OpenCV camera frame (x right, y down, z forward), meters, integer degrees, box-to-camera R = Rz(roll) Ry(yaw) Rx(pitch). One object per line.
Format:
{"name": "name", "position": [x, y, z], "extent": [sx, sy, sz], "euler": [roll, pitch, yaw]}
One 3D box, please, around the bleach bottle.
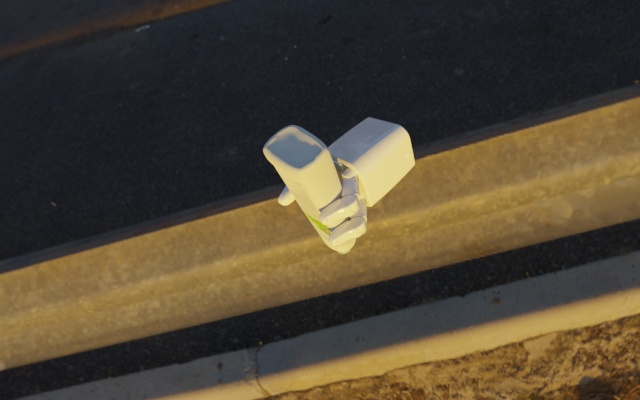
{"name": "bleach bottle", "position": [0.000, 0.002, 0.747], "extent": [0.102, 0.068, 0.251], "euler": [37, -18, 38]}
